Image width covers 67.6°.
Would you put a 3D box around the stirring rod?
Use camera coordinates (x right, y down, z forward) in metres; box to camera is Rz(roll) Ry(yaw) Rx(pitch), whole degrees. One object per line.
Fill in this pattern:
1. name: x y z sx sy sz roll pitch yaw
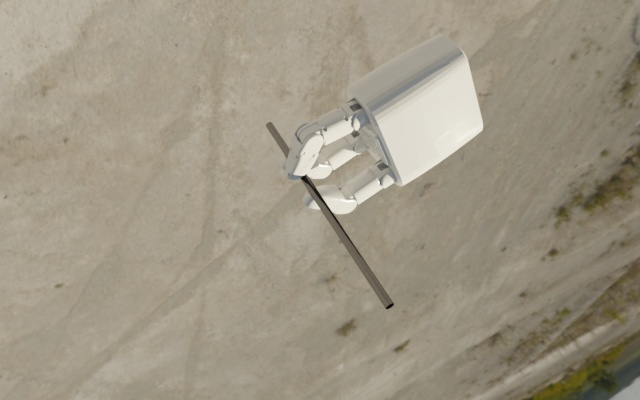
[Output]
1. stirring rod: 0.000 0.001 0.448 0.011 0.011 0.239 0 44 -40
